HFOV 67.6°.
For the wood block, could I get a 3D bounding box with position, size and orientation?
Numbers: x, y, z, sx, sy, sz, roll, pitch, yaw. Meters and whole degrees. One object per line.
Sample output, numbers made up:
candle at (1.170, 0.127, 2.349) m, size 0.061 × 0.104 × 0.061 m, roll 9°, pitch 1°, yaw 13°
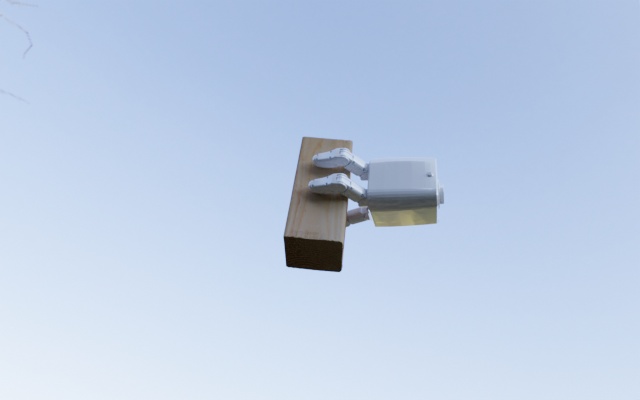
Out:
wood block at (0.001, 0.003, 0.779) m, size 0.090 × 0.206 × 0.091 m, roll 5°, pitch -38°, yaw 4°
